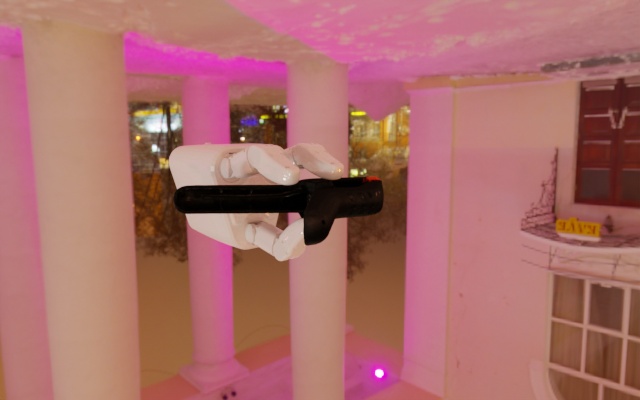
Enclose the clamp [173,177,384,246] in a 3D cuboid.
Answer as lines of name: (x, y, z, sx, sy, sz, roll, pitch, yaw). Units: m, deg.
clamp: (0.000, 0.002, 0.432, 0.210, 0.036, 0.164, -7, 14, -43)
